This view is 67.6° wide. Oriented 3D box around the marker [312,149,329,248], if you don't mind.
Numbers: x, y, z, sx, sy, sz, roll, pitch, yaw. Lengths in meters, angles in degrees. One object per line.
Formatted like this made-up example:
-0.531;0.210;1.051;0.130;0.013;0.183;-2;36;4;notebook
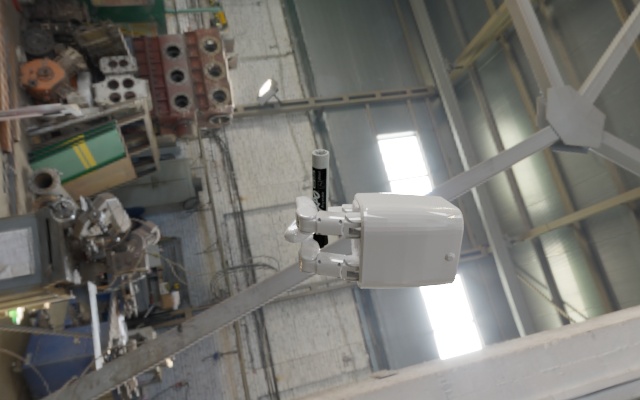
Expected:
0.000;0.002;0.539;0.020;0.121;0.020;0;28;0;marker
